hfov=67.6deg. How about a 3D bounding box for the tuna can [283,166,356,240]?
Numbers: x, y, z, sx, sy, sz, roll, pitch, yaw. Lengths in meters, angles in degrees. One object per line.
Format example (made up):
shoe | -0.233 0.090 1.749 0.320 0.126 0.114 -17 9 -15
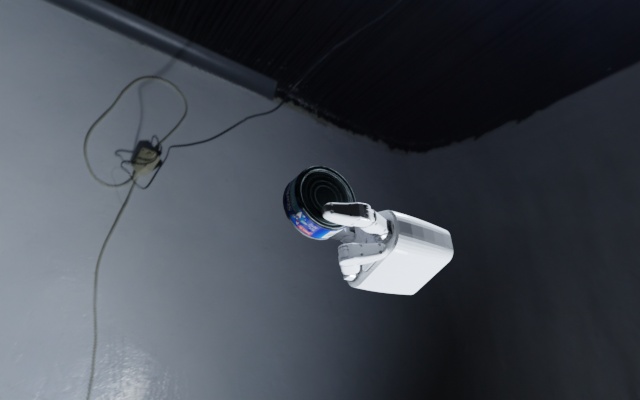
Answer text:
tuna can | 0.000 0.002 0.576 0.086 0.086 0.034 0 -24 -34
